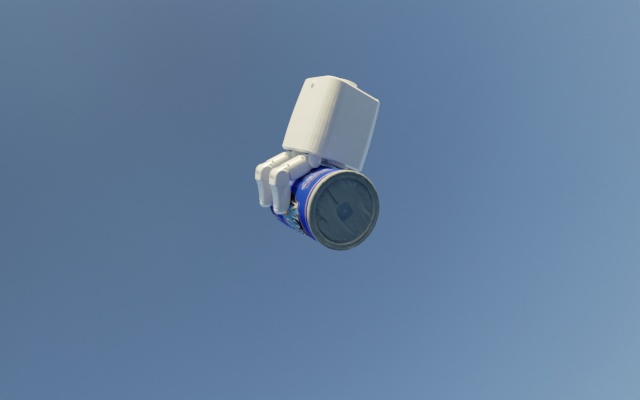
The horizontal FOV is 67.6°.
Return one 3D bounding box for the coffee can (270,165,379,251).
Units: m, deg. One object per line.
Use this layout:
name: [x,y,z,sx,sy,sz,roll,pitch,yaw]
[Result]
coffee can: [0.000,0.002,0.660,0.103,0.103,0.140,0,9,-27]
